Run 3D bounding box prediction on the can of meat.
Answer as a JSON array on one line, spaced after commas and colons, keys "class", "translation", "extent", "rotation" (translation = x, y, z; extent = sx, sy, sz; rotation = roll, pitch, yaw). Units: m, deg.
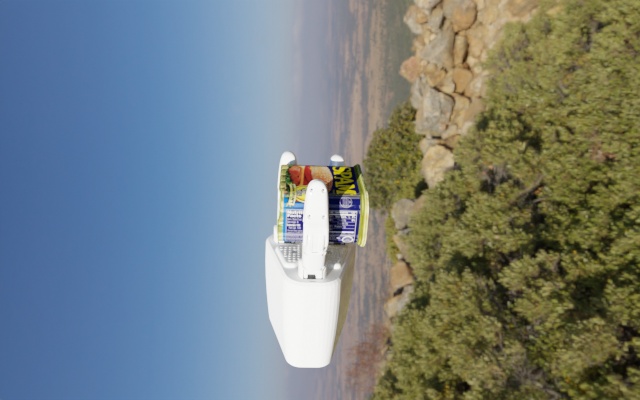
[{"class": "can of meat", "translation": [0.000, 0.002, 0.482], "extent": [0.084, 0.057, 0.102], "rotation": [1, 26, -3]}]
